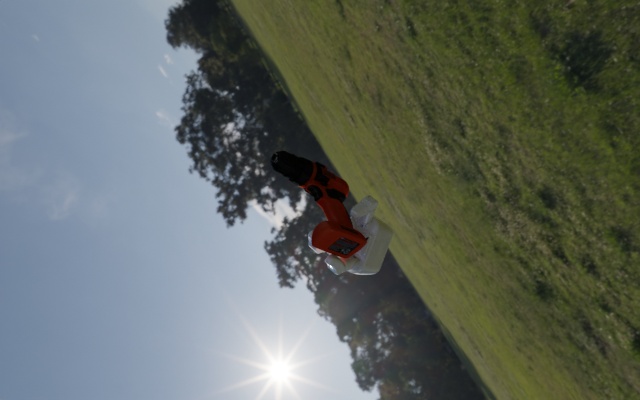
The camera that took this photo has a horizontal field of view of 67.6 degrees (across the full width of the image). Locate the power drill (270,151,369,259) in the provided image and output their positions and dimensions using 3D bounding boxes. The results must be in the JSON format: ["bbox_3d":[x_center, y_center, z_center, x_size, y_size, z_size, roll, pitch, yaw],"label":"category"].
[{"bbox_3d":[0.000,0.003,0.846,0.184,0.187,0.057,23,-54,-39],"label":"power drill"}]
